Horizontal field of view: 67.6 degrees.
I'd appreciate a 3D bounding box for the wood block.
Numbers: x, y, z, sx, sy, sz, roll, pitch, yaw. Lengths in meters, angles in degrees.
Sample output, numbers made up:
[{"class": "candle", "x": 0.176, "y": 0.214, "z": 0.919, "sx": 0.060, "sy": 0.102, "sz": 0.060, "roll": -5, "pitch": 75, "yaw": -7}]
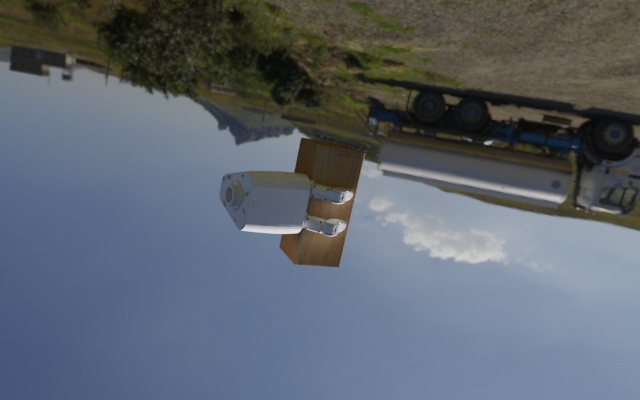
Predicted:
[{"class": "wood block", "x": 0.000, "y": 0.003, "z": 0.840, "sx": 0.090, "sy": 0.206, "sz": 0.090, "roll": 7, "pitch": 13, "yaw": -25}]
